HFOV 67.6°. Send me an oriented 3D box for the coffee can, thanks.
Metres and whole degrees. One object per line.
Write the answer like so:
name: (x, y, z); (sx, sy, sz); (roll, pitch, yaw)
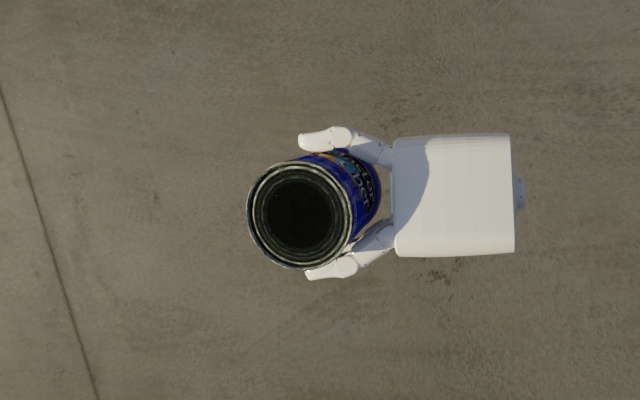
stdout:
coffee can: (0.000, 0.002, 0.491); (0.103, 0.103, 0.140); (0, 11, 18)
